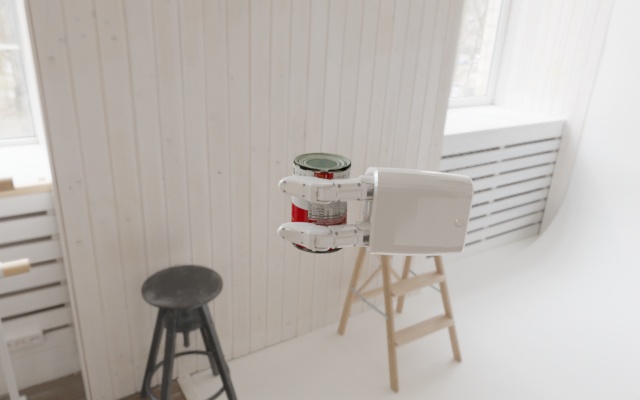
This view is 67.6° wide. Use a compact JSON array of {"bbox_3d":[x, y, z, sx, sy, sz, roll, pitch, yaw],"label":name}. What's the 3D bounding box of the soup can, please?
[{"bbox_3d":[0.000,0.001,0.557,0.068,0.102,0.068,3,22,-1],"label":"soup can"}]
